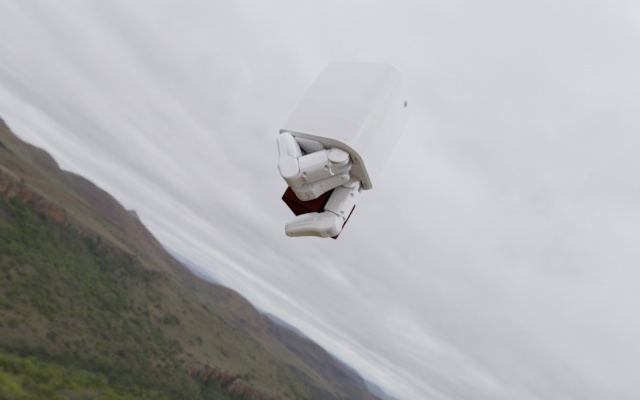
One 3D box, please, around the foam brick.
[{"bbox_3d":[0.000,0.002,0.552,0.053,0.051,0.078,24,-16,26],"label":"foam brick"}]
